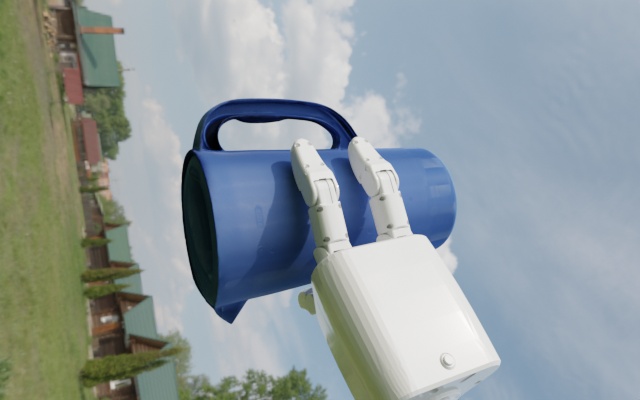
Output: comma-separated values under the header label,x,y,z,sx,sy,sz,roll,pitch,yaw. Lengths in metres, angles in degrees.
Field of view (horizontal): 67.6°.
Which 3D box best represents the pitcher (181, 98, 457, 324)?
label,x,y,z,sx,sy,sz,roll,pitch,yaw
pitcher,0.000,0.002,0.440,0.243,0.145,0.149,-8,-39,-26
